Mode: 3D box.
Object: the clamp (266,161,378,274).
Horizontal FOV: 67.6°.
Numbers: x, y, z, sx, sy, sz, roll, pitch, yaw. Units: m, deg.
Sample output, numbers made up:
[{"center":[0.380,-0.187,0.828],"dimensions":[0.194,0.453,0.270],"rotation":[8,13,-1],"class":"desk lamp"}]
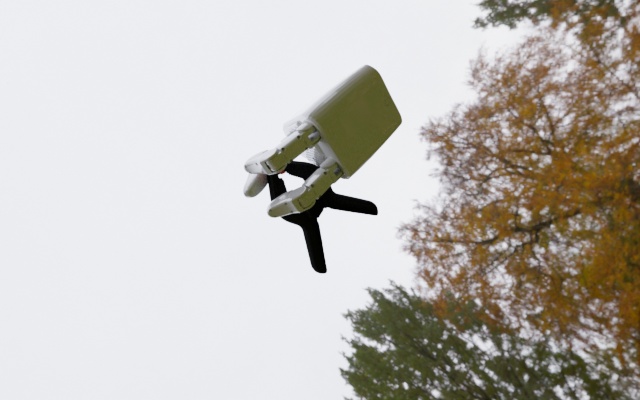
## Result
[{"center":[0.000,0.002,0.613],"dimensions":[0.120,0.171,0.039],"rotation":[-43,31,-15],"class":"clamp"}]
